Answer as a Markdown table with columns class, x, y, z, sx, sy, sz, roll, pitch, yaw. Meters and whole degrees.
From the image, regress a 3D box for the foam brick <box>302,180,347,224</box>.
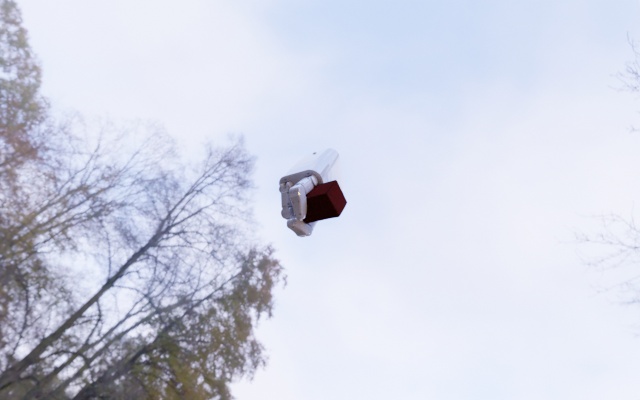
| class | x | y | z | sx | sy | sz | roll | pitch | yaw |
| --- | --- | --- | --- | --- | --- | --- | --- | --- | --- |
| foam brick | 0.000 | 0.003 | 0.873 | 0.078 | 0.053 | 0.051 | -13 | 24 | 32 |
